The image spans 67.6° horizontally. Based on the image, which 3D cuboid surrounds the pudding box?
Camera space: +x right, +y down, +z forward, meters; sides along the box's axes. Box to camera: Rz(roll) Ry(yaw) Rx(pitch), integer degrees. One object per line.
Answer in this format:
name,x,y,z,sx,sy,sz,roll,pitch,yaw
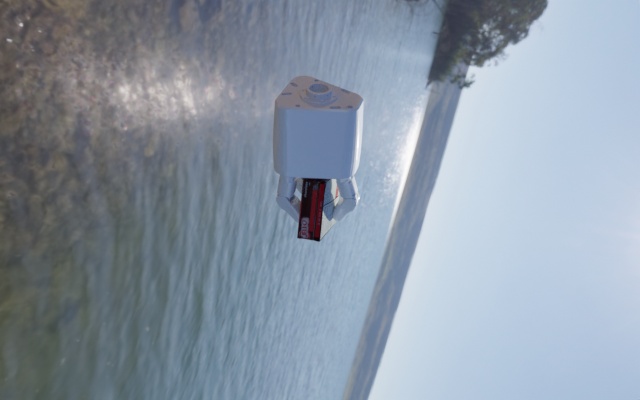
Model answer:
pudding box,0.000,0.002,0.707,0.039,0.090,0.113,11,14,14
